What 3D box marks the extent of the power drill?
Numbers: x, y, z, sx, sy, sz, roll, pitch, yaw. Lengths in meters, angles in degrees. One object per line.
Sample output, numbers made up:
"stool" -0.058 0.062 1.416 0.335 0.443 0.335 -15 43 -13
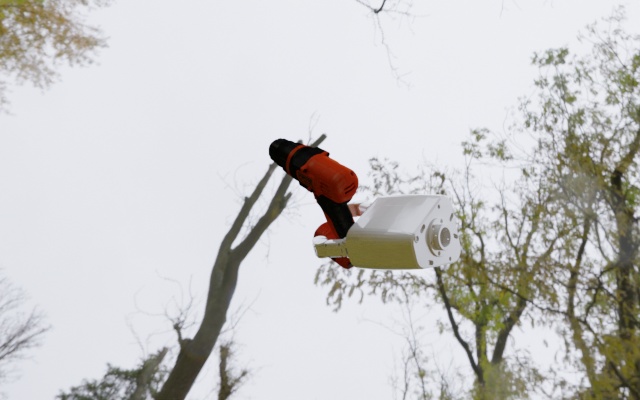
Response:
"power drill" 0.000 0.003 0.714 0.057 0.188 0.184 -36 40 -18
